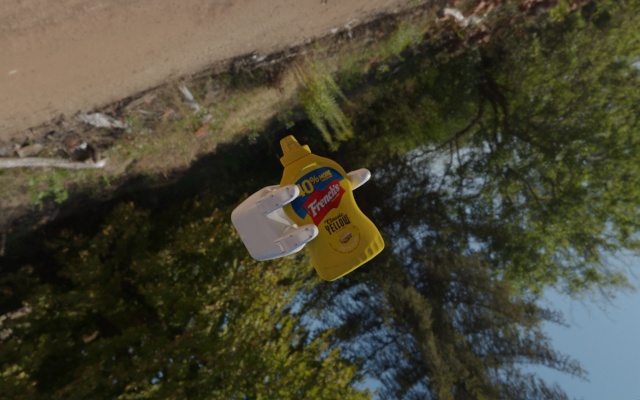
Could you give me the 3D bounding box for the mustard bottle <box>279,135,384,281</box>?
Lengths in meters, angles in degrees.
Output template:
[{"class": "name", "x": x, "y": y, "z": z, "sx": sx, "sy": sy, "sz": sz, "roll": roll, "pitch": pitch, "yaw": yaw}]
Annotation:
[{"class": "mustard bottle", "x": 0.000, "y": 0.002, "z": 0.631, "sx": 0.096, "sy": 0.191, "sz": 0.058, "roll": -29, "pitch": 3, "yaw": -13}]
